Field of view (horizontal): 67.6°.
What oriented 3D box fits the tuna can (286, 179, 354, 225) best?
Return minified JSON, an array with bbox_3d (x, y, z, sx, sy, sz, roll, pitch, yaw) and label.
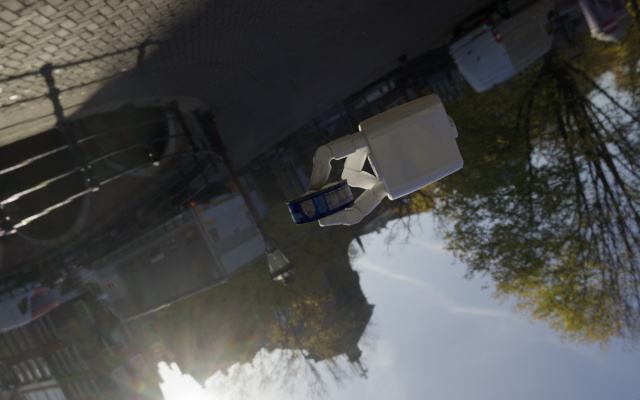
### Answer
[{"bbox_3d":[0.000,0.003,0.628,0.086,0.034,0.086,-21,4,2],"label":"tuna can"}]
